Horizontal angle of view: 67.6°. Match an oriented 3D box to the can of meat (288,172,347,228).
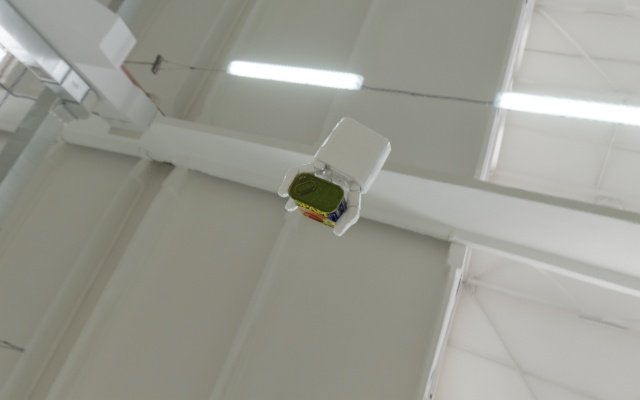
[{"bbox_3d":[0.000,0.003,0.881,0.102,0.057,0.084,23,-19,23],"label":"can of meat"}]
